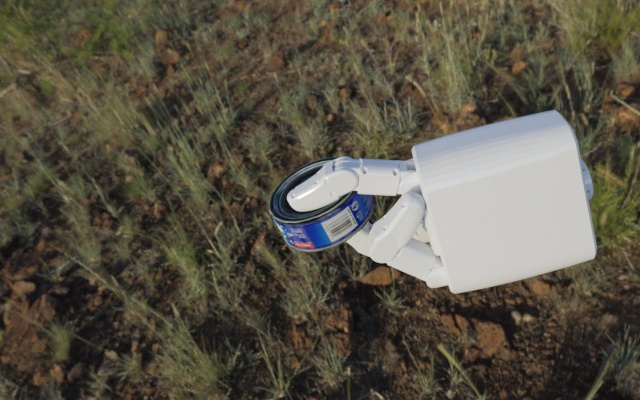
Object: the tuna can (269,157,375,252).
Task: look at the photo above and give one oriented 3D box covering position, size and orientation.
[{"bbox_3d":[0.000,0.001,0.406,0.086,0.034,0.086,-19,35,14],"label":"tuna can"}]
